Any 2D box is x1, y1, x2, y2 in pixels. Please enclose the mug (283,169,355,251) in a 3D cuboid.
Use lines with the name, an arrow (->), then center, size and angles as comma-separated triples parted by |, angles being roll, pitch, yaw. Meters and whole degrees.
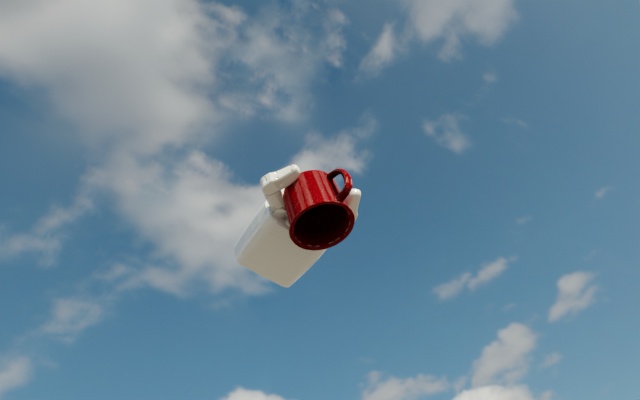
mug -> 0.001, 0.001, 0.676 | 0.093, 0.117, 0.081 | 23, 30, -34
